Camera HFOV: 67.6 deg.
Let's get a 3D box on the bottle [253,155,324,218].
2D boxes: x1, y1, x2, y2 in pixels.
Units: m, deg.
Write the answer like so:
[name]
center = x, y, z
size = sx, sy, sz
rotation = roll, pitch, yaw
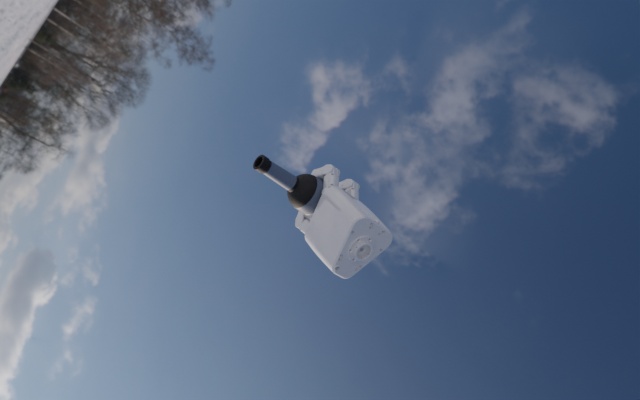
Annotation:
[bottle]
center = 0.000, 0.003, 0.851
size = 0.296, 0.069, 0.069
rotation = 33, -21, -36
